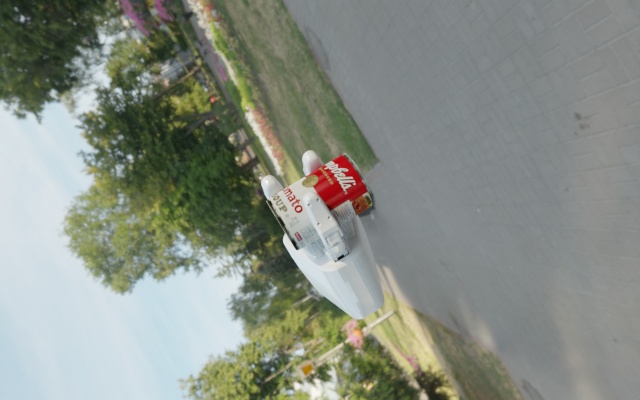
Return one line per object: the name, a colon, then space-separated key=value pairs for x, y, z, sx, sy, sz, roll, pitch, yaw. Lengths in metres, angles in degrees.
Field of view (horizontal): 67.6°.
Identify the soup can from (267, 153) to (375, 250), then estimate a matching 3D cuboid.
soup can: x=0.000 y=0.002 z=0.531 sx=0.102 sy=0.068 sz=0.068 roll=-31 pitch=3 yaw=-5
